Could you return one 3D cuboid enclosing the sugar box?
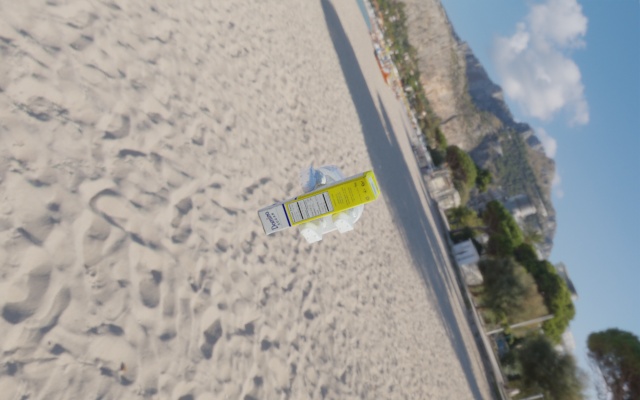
[{"bbox_3d":[0.000,0.003,0.740,0.176,0.048,0.093,-21,3,13],"label":"sugar box"}]
